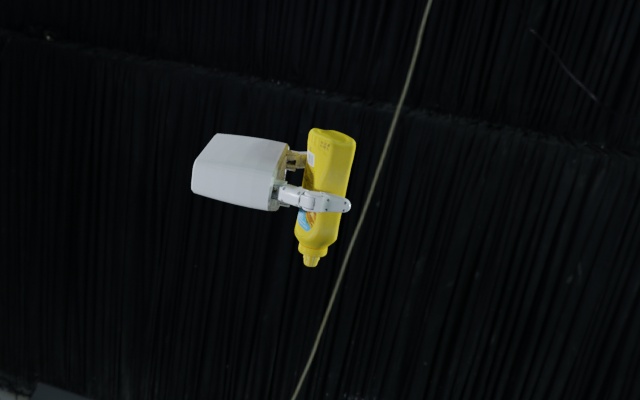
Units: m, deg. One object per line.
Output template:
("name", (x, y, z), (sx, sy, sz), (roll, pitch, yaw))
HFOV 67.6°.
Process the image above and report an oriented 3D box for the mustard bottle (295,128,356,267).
("mustard bottle", (0.000, 0.002, 0.662), (0.058, 0.192, 0.096), (4, 17, -20))
